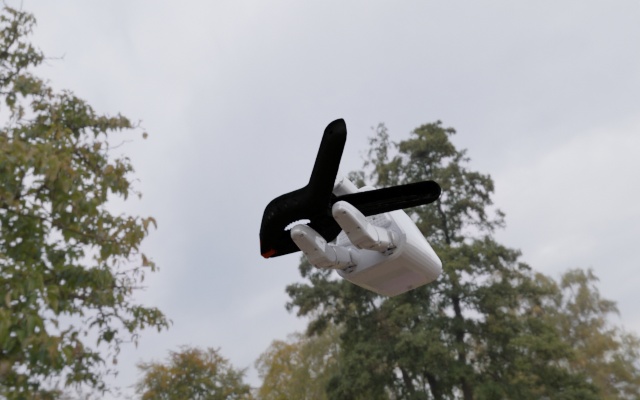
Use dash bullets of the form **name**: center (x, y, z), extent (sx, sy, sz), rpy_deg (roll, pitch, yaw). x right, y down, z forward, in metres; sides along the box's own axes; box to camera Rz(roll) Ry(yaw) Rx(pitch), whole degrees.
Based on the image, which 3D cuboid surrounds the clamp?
- **clamp**: center (0.000, 0.001, 0.504), extent (0.210, 0.036, 0.165), rpy_deg (-29, -41, 26)
